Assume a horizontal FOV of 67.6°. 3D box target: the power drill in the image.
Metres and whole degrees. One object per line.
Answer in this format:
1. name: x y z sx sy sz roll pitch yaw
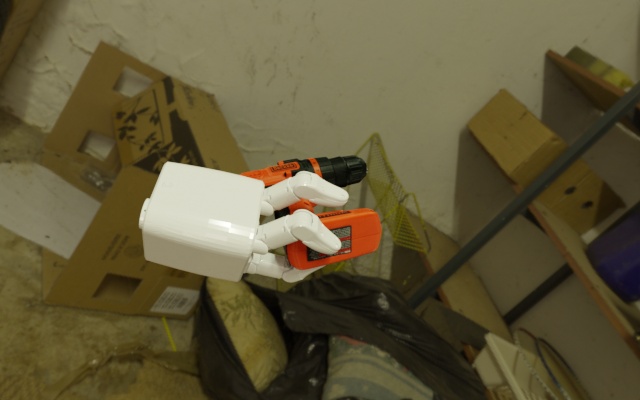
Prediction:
1. power drill: 0.000 0.002 0.580 0.184 0.057 0.187 -13 29 -16
